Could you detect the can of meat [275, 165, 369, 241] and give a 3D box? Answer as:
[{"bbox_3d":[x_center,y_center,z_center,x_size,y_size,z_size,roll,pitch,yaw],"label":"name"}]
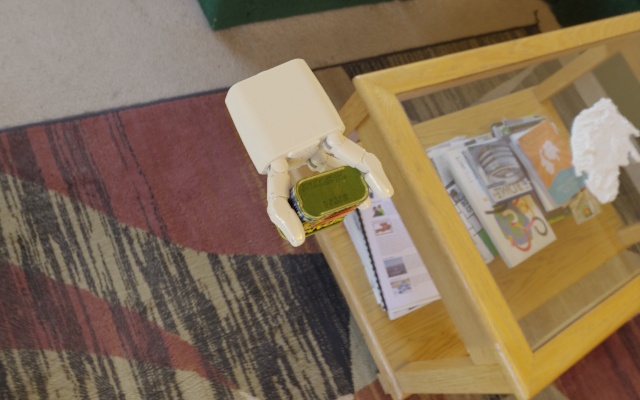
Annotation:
[{"bbox_3d":[0.000,0.002,0.596,0.102,0.057,0.084,-19,-13,-28],"label":"can of meat"}]
